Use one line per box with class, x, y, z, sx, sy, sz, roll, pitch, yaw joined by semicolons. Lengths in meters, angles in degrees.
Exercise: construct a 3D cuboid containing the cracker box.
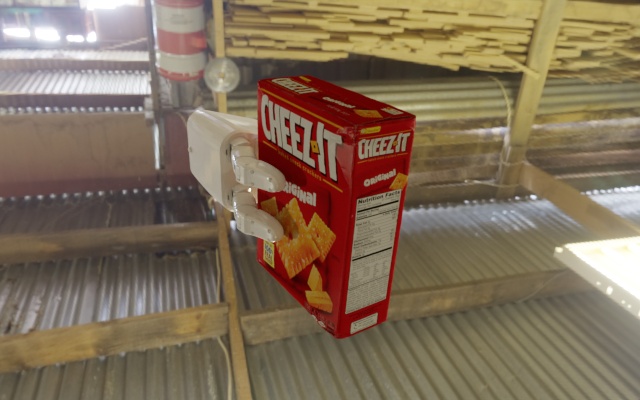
cracker box;0.000;0.002;0.472;0.072;0.214;0.164;-15;32;-32
